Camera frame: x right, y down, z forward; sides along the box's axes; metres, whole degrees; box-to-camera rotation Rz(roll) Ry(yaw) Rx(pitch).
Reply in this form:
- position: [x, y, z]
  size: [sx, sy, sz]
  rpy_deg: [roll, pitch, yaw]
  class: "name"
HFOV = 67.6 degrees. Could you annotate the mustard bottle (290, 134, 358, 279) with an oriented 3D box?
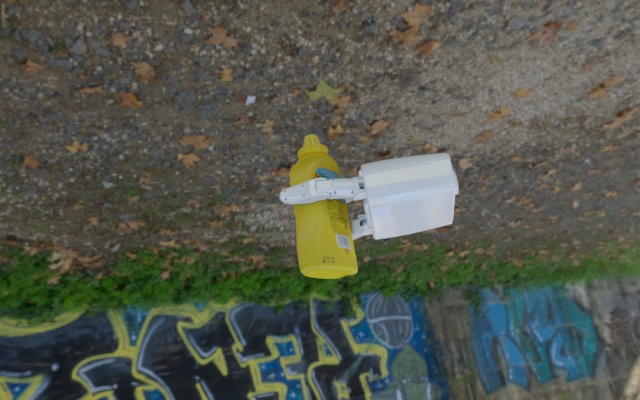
- position: [0.000, 0.002, 0.623]
  size: [0.058, 0.191, 0.096]
  rpy_deg: [-19, -22, 29]
  class: "mustard bottle"
